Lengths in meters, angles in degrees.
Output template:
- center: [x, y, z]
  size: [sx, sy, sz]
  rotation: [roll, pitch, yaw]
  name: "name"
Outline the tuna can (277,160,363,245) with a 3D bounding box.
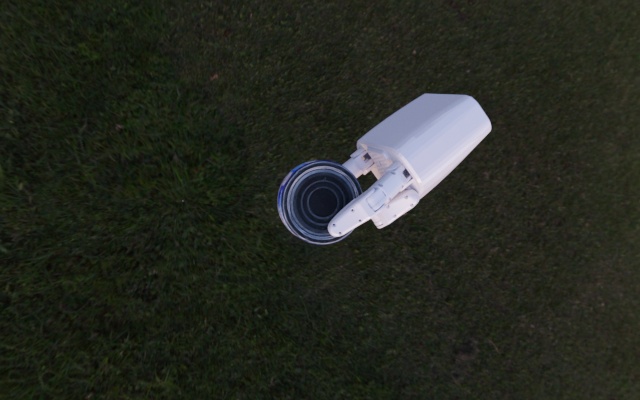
- center: [0.000, 0.002, 0.488]
  size: [0.086, 0.086, 0.034]
  rotation: [0, 3, -12]
  name: "tuna can"
